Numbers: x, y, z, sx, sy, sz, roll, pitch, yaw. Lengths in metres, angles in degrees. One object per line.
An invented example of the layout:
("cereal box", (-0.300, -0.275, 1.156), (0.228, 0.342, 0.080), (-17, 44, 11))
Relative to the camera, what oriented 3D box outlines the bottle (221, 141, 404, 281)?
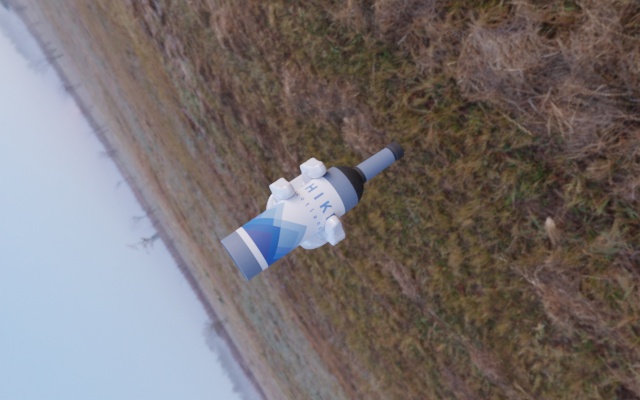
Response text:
("bottle", (0.000, 0.002, 0.688), (0.295, 0.069, 0.069), (-34, 9, -14))
